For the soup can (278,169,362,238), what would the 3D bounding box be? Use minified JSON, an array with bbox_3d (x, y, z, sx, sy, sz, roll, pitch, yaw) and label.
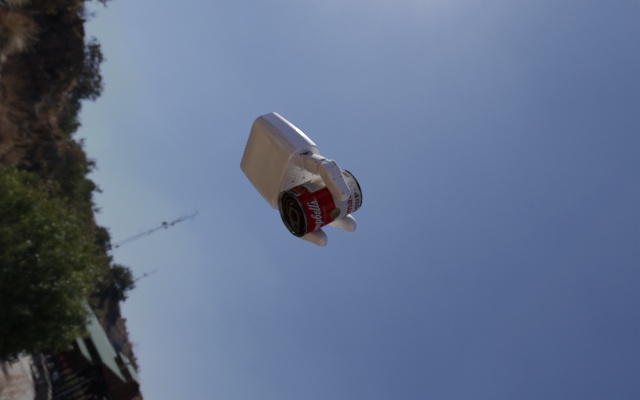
[{"bbox_3d":[0.001,0.002,0.675,0.102,0.068,0.068,-23,12,-31],"label":"soup can"}]
